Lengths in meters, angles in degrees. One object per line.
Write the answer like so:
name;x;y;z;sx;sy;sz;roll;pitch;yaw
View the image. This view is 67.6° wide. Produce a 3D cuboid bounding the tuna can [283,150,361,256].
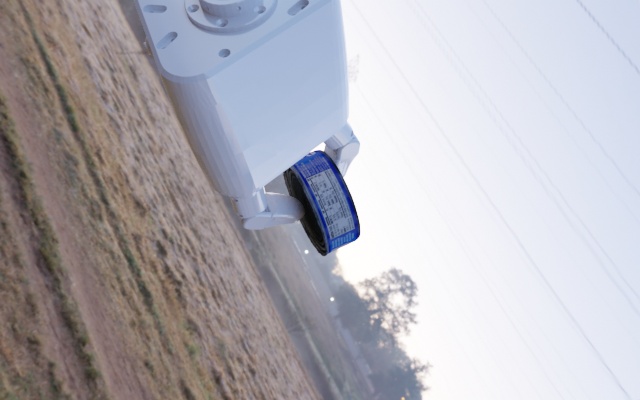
tuna can;0.001;0.001;0.402;0.034;0.086;0.086;-24;5;-12
